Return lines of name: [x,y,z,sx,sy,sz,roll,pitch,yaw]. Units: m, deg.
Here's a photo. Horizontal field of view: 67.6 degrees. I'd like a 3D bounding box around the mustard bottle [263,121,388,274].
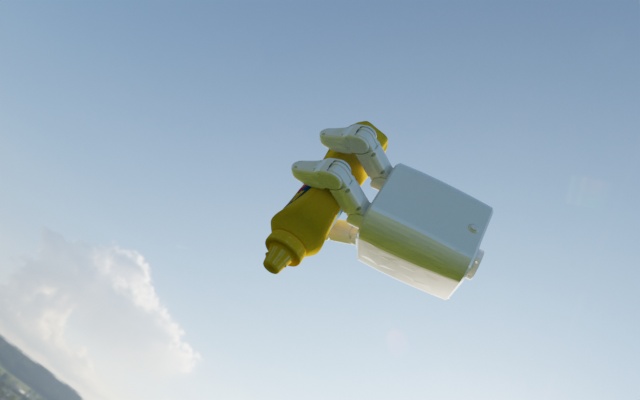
mustard bottle: [0.000,0.001,0.503,0.058,0.191,0.096,40,-35,-5]
